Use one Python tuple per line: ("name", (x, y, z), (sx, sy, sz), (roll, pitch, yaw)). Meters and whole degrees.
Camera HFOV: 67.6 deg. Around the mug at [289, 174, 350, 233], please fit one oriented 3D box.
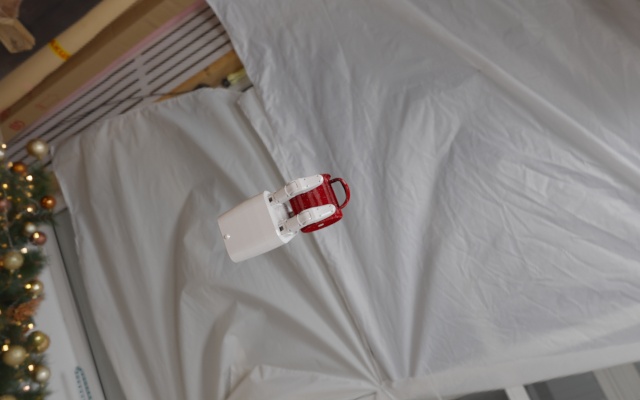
("mug", (0.001, 0.002, 0.855), (0.117, 0.081, 0.093), (-25, -12, 17))
